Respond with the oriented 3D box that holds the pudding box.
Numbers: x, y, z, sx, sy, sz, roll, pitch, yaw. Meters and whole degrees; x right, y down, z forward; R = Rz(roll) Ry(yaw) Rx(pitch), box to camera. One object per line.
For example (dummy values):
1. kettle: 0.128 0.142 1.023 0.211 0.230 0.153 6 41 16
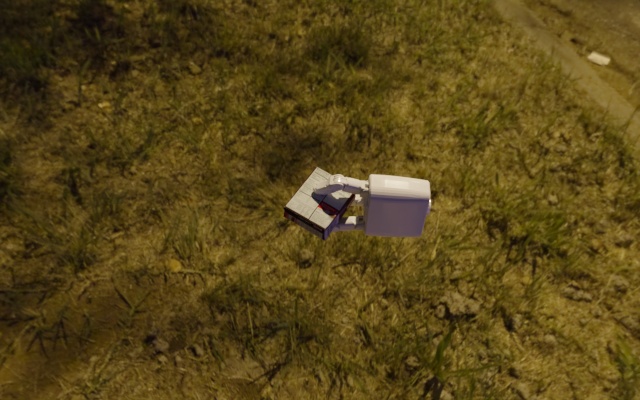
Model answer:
1. pudding box: 0.000 0.003 0.861 0.090 0.113 0.039 29 -32 15
